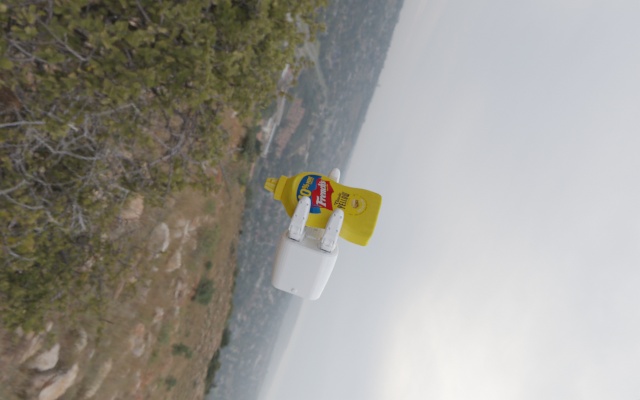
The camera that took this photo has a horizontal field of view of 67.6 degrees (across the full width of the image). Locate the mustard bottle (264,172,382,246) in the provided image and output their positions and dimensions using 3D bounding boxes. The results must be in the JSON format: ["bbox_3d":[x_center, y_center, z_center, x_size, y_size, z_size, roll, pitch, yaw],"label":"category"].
[{"bbox_3d":[0.000,0.002,0.784,0.191,0.096,0.058,19,-36,2],"label":"mustard bottle"}]
